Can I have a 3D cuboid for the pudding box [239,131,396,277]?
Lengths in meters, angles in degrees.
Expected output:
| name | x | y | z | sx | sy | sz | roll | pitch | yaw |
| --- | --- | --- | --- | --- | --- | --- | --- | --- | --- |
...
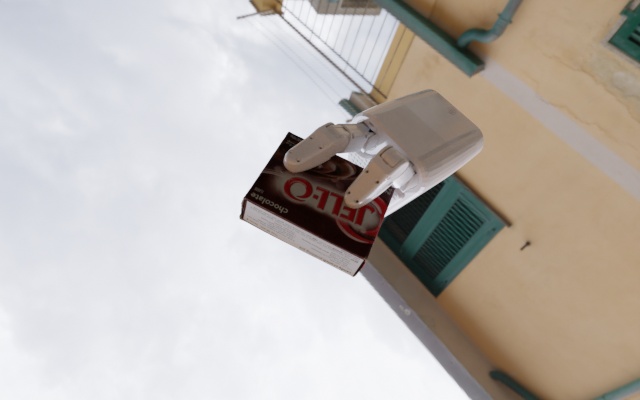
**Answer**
| name | x | y | z | sx | sy | sz | roll | pitch | yaw |
| --- | --- | --- | --- | --- | --- | --- | --- | --- | --- |
| pudding box | 0.000 | 0.001 | 0.415 | 0.113 | 0.090 | 0.039 | 25 | -40 | 3 |
